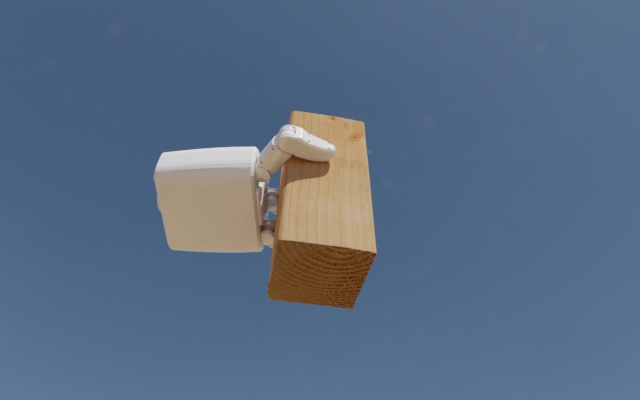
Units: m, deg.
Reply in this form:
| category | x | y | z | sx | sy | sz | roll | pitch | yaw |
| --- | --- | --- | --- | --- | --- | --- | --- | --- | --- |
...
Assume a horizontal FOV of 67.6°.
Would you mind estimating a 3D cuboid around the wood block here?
| category | x | y | z | sx | sy | sz | roll | pitch | yaw |
| --- | --- | --- | --- | --- | --- | --- | --- | --- | --- |
| wood block | 0.000 | 0.001 | 0.517 | 0.090 | 0.091 | 0.206 | 8 | 43 | -7 |
